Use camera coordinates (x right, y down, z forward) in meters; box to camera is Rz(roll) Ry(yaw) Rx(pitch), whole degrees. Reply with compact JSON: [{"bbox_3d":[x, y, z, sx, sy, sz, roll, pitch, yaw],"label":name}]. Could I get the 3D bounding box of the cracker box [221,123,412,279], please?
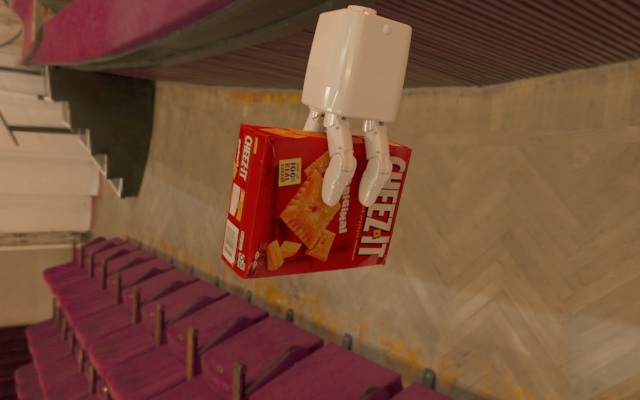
[{"bbox_3d":[0.000,0.002,0.576,0.214,0.164,0.072,0,19,-36],"label":"cracker box"}]
